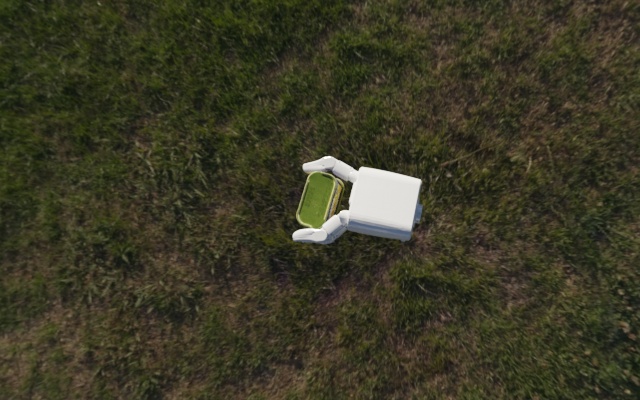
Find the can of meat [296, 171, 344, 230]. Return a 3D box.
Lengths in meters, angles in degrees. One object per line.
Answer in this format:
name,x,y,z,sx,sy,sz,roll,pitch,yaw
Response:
can of meat,0.000,0.003,0.832,0.057,0.102,0.084,16,-2,10
